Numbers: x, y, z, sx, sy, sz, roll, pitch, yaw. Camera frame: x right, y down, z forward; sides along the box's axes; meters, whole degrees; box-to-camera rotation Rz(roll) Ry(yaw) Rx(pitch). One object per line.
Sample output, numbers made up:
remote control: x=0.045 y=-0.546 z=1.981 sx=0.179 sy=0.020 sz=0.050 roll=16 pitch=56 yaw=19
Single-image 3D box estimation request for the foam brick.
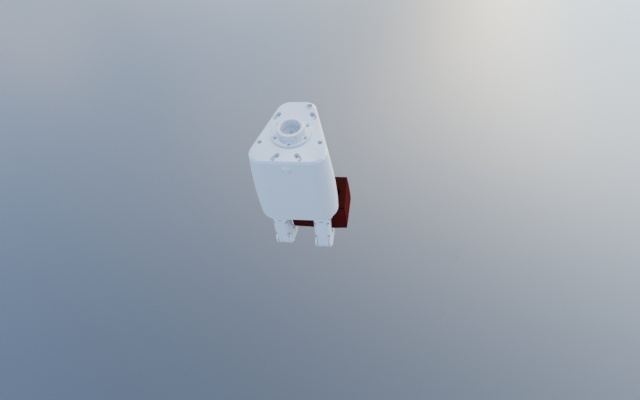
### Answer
foam brick: x=0.000 y=0.002 z=0.658 sx=0.078 sy=0.053 sz=0.051 roll=1 pitch=-35 yaw=8
